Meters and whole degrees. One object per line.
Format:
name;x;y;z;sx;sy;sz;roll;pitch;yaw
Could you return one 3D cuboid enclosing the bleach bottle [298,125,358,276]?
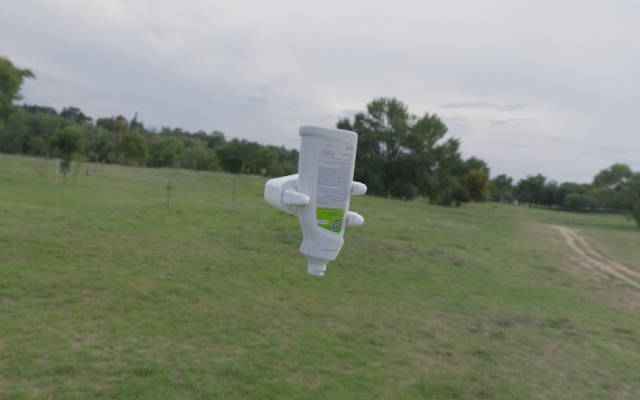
bleach bottle;0.000;0.003;0.822;0.102;0.251;0.068;6;3;-25
